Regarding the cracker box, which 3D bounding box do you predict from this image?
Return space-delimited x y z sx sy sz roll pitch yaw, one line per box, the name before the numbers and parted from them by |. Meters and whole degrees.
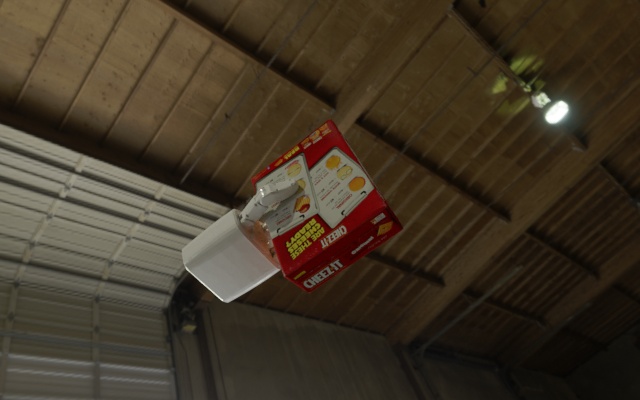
cracker box | 0.000 0.002 0.701 0.164 0.213 0.072 -36 -45 9
